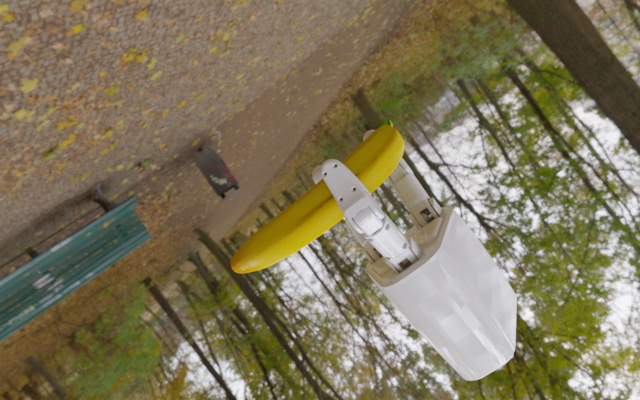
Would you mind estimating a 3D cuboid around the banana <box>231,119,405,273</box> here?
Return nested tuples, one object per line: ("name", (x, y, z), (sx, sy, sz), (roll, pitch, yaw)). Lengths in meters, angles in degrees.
("banana", (0.006, -0.001, 0.402), (0.198, 0.037, 0.069), (-41, 7, -10))
